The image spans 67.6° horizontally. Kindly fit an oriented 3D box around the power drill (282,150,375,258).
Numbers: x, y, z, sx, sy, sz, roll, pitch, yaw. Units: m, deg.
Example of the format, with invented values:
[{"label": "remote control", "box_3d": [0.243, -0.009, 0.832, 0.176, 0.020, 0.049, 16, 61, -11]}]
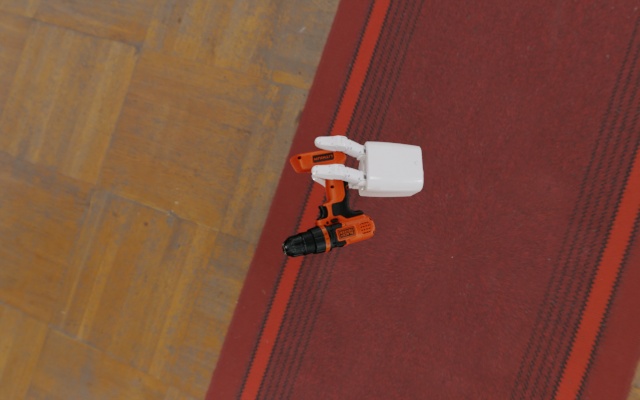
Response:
[{"label": "power drill", "box_3d": [0.000, 0.002, 0.895, 0.184, 0.187, 0.057, -13, 0, -23]}]
